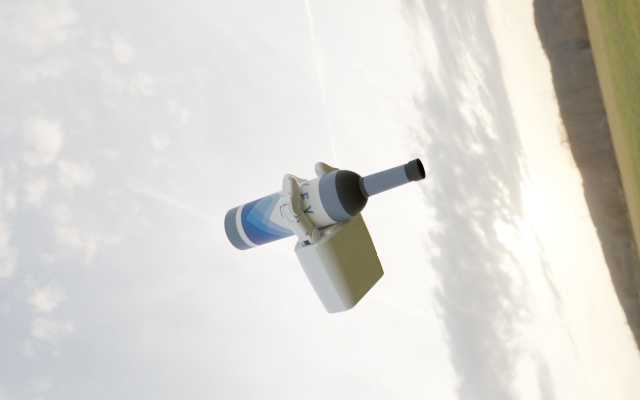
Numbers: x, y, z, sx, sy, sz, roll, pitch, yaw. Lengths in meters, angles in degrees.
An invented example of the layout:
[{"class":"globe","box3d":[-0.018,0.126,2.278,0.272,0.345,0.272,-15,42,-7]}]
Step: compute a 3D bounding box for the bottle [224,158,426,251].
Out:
[{"class":"bottle","box3d":[0.000,0.002,0.649,0.296,0.069,0.069,-19,-9,28]}]
